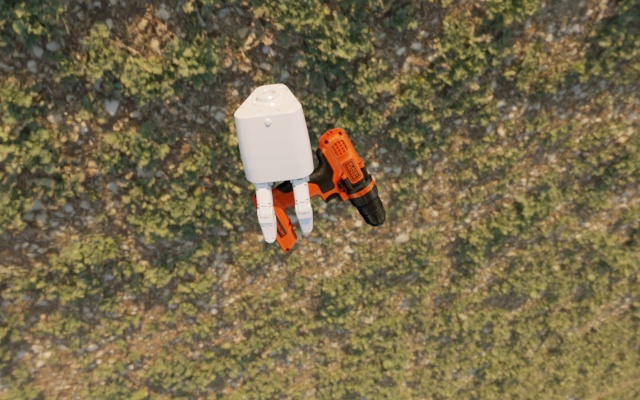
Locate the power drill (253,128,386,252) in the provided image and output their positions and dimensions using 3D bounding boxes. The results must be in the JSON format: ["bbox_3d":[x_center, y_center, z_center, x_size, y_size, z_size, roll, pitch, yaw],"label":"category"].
[{"bbox_3d":[0.000,0.003,0.776,0.187,0.184,0.057,-33,20,-5],"label":"power drill"}]
